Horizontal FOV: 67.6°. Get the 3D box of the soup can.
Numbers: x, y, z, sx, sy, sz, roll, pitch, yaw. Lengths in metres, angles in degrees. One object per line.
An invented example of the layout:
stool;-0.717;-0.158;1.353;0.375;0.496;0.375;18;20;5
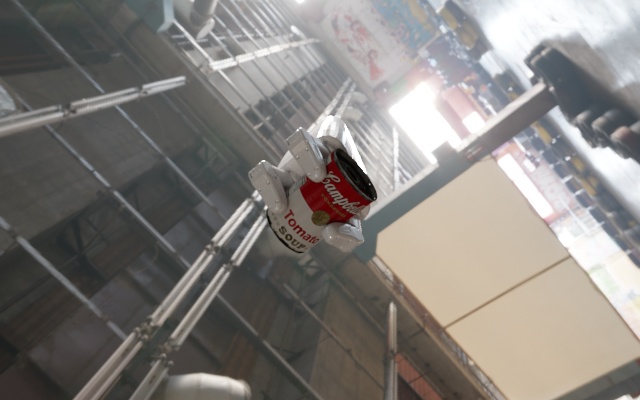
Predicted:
soup can;0.000;0.002;0.510;0.102;0.068;0.068;-38;-15;20
